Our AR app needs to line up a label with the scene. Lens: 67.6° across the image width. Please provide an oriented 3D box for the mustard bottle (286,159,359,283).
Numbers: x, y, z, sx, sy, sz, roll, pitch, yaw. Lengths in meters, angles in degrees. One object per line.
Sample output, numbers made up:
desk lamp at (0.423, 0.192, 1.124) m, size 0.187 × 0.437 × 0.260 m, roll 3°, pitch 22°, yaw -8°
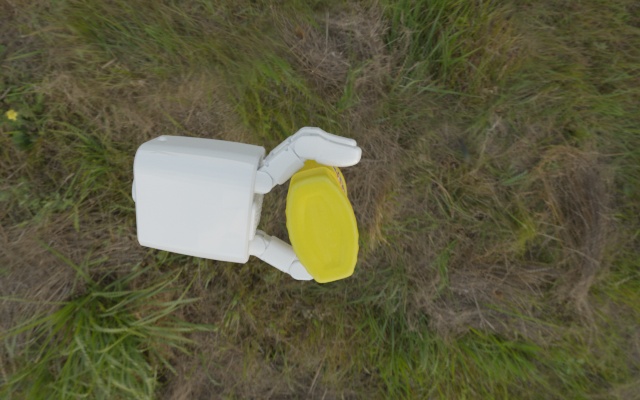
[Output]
mustard bottle at (0.000, 0.002, 0.485) m, size 0.058 × 0.096 × 0.191 m, roll -16°, pitch 15°, yaw 3°
